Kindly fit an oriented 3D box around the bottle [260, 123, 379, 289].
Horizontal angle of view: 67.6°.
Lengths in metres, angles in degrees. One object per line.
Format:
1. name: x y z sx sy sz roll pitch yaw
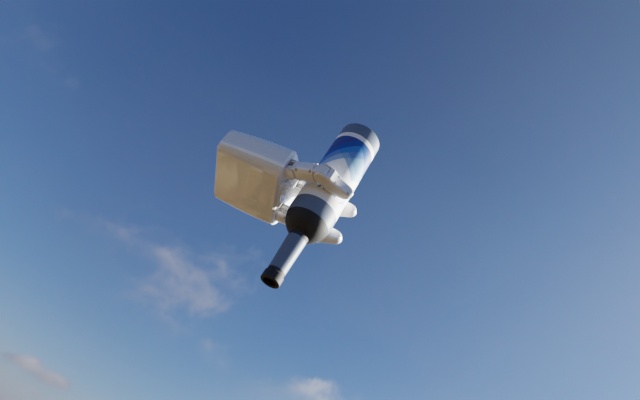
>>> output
1. bottle: 0.000 0.002 0.684 0.069 0.069 0.295 0 43 36
